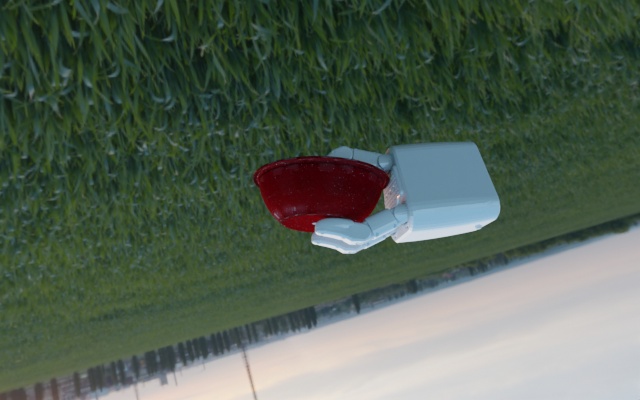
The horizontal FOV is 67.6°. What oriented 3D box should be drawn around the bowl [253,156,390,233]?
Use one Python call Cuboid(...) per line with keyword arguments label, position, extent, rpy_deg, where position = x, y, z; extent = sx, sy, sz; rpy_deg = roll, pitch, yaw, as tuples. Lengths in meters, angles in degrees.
Cuboid(label="bowl", position=(-0.001, 0.002, 0.561), extent=(0.162, 0.055, 0.162), rpy_deg=(2, -16, 0))
